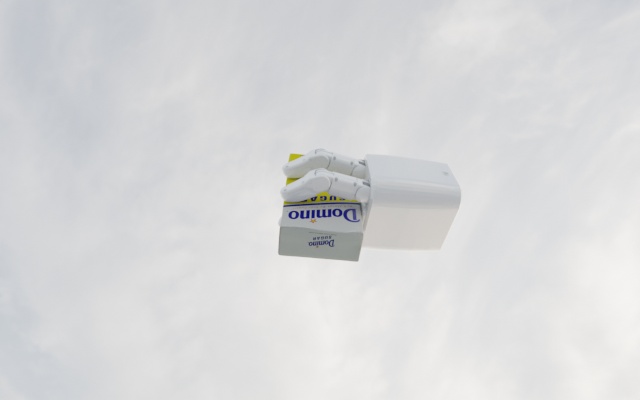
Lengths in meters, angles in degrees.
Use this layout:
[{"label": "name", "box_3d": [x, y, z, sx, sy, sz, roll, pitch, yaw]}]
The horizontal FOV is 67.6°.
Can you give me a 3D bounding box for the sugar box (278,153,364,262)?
[{"label": "sugar box", "box_3d": [0.000, 0.001, 0.589, 0.093, 0.048, 0.176, 5, 30, -4]}]
